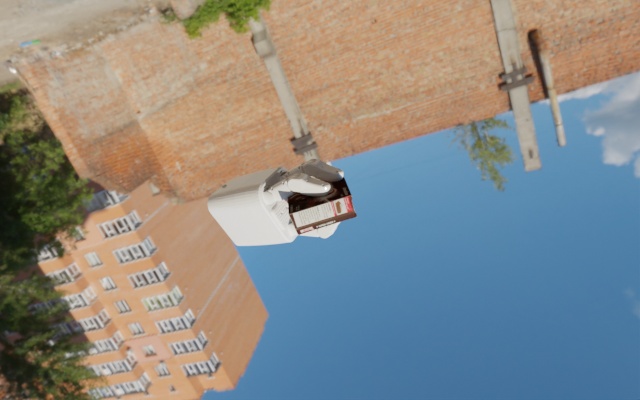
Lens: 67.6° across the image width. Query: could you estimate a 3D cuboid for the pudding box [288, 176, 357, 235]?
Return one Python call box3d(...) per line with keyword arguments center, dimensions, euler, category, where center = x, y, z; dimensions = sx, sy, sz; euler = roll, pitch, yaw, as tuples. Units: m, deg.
box3d(center=(0.000, 0.002, 0.694), dimensions=(0.090, 0.039, 0.113), euler=(-18, 21, 2), category="pudding box")
